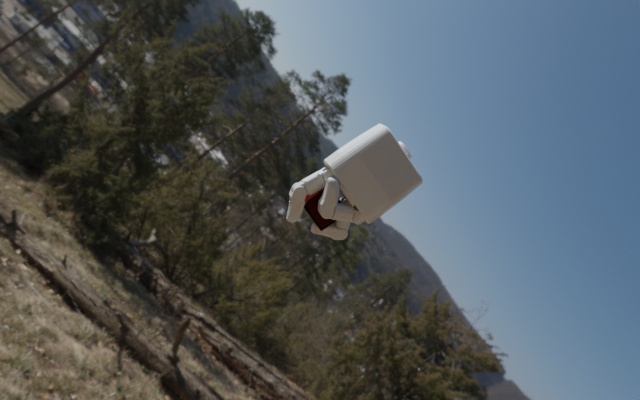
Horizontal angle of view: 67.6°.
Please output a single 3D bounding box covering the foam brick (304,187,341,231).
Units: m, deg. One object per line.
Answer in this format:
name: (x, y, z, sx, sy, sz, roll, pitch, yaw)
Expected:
foam brick: (0.000, 0.002, 0.756, 0.051, 0.053, 0.078, -35, 24, -1)
